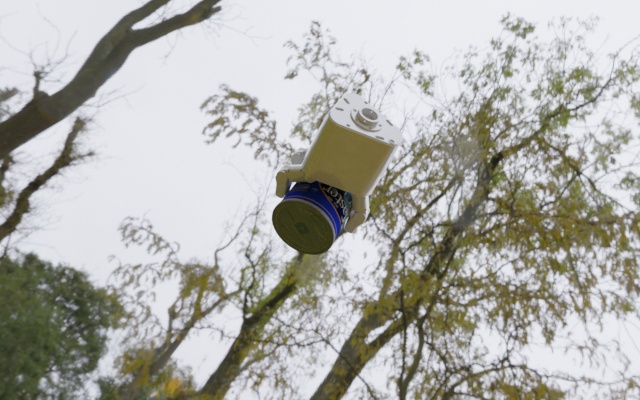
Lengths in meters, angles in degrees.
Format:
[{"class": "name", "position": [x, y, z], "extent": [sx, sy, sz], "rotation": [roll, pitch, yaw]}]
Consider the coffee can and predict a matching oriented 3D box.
[{"class": "coffee can", "position": [0.000, 0.003, 0.758], "extent": [0.103, 0.103, 0.140], "rotation": [0, 35, 29]}]
